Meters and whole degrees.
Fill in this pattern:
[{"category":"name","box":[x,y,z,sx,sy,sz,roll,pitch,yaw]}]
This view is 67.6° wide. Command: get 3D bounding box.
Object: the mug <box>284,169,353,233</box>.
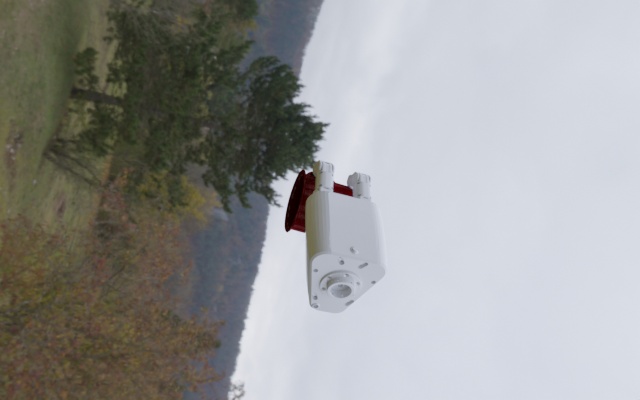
[{"category":"mug","box":[0.000,0.001,0.701,0.081,0.093,0.117,15,40,-14]}]
